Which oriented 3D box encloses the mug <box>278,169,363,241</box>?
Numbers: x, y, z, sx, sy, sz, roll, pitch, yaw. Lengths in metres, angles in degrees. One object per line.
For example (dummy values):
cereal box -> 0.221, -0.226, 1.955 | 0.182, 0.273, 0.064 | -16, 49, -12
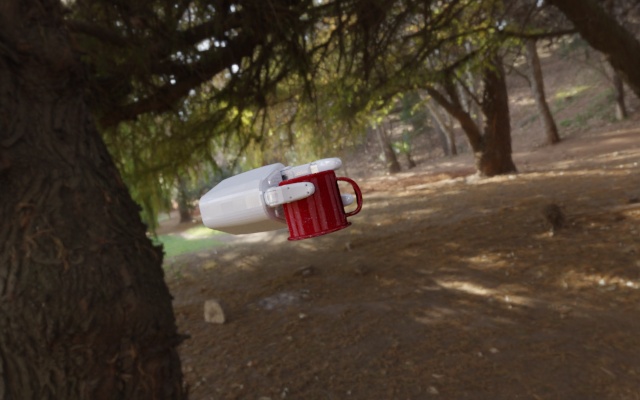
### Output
mug -> 0.001, 0.002, 0.658 | 0.117, 0.081, 0.093 | -13, 3, 19
